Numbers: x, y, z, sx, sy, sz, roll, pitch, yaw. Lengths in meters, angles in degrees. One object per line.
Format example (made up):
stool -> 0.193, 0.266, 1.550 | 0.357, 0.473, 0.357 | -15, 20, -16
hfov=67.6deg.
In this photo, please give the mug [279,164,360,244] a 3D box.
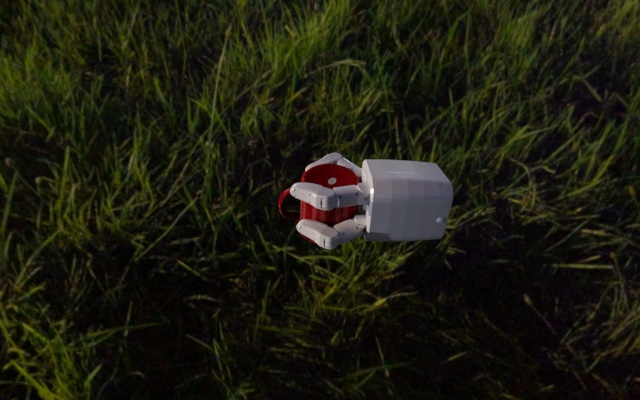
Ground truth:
mug -> -0.001, 0.002, 0.669 | 0.117, 0.082, 0.093 | 1, 40, -2
